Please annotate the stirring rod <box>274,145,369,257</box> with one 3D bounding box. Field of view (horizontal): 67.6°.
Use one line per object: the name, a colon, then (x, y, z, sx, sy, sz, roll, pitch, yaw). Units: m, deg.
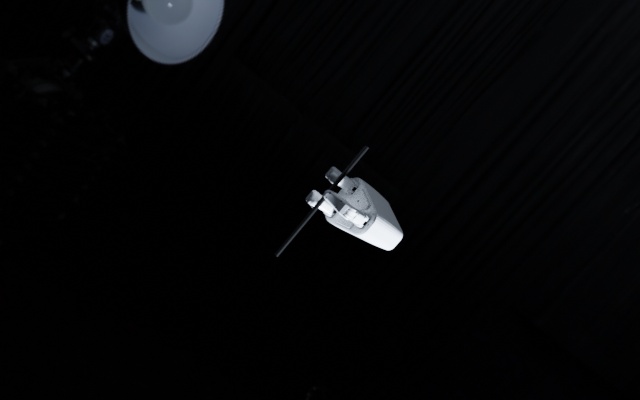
stirring rod: (0.000, 0.003, 0.801, 0.011, 0.239, 0.011, 39, 8, -7)
